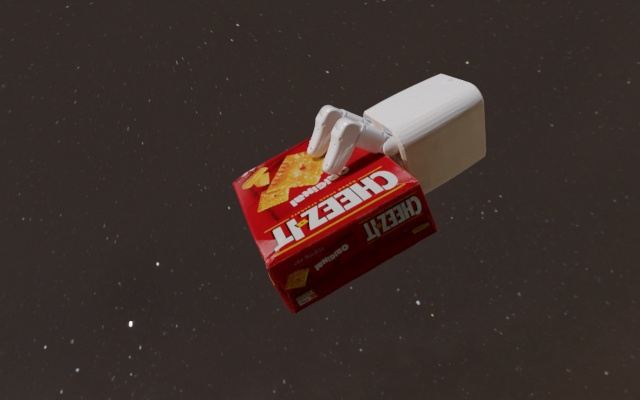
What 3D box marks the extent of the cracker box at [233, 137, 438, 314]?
[{"bbox_3d":[0.000,0.002,0.532,0.164,0.072,0.213,-30,30,-4],"label":"cracker box"}]
